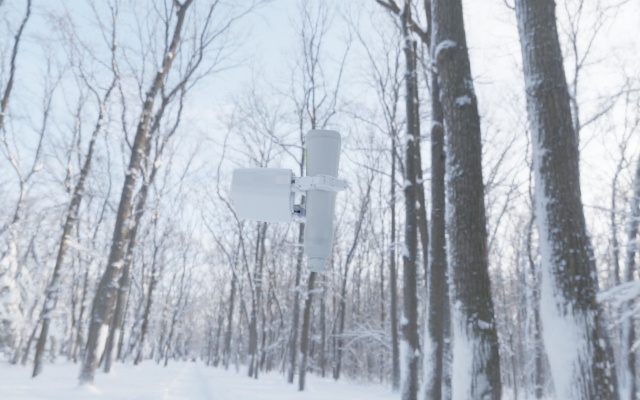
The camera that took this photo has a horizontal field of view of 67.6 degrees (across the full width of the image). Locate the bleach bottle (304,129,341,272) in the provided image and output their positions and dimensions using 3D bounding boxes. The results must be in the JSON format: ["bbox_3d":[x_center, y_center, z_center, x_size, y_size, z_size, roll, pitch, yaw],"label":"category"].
[{"bbox_3d":[0.000,0.003,0.877,0.068,0.250,0.103,3,-20,1],"label":"bleach bottle"}]
